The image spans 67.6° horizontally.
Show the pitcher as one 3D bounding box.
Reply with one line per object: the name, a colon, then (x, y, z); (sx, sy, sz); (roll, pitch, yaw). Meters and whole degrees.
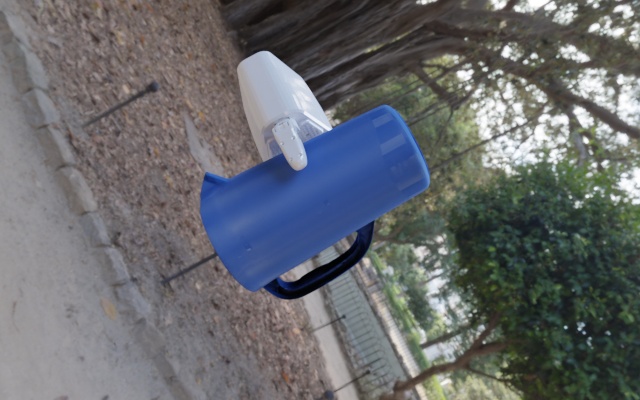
pitcher: (0.000, 0.002, 0.551); (0.243, 0.145, 0.149); (-28, -26, 4)
